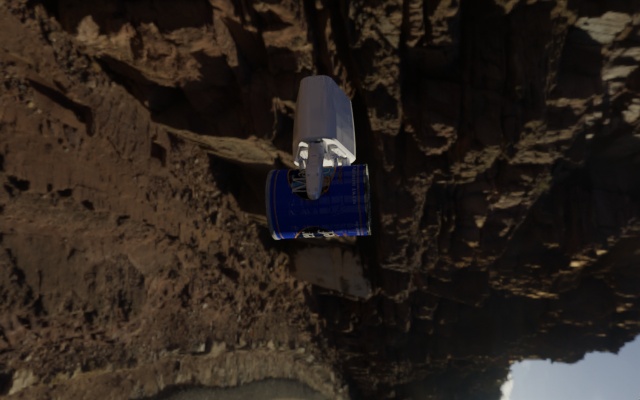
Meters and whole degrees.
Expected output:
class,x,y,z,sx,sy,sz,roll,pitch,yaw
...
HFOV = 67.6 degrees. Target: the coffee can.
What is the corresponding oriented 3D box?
class,x,y,z,sx,sy,sz,roll,pitch,yaw
coffee can,0.000,0.002,0.692,0.140,0.103,0.103,-3,-1,8
